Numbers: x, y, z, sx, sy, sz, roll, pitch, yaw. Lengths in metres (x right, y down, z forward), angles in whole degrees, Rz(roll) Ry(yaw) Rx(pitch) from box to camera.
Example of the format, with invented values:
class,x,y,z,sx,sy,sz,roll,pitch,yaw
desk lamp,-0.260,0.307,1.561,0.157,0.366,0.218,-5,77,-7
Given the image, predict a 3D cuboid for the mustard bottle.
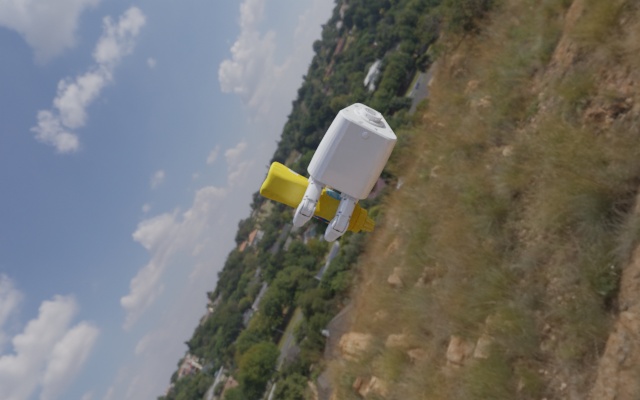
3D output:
class,x,y,z,sx,sy,sz,roll,pitch,yaw
mustard bottle,0.000,0.003,0.769,0.191,0.058,0.096,25,3,-7
